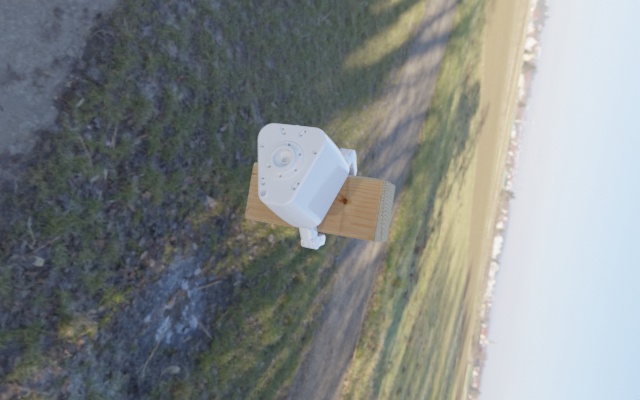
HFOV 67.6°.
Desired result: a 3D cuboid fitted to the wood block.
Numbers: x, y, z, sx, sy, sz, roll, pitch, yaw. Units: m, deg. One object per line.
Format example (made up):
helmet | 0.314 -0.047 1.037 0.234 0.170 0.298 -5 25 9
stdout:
wood block | 0.000 0.003 0.739 0.206 0.091 0.090 9 -1 20
